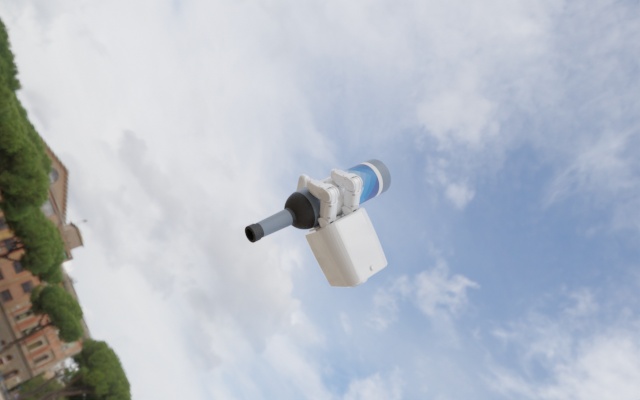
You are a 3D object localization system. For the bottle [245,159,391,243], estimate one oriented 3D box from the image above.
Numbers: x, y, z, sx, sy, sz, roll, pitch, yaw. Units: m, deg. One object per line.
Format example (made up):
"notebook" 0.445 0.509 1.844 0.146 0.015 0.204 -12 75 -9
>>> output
"bottle" 0.000 0.002 0.802 0.295 0.069 0.069 -25 16 -38
